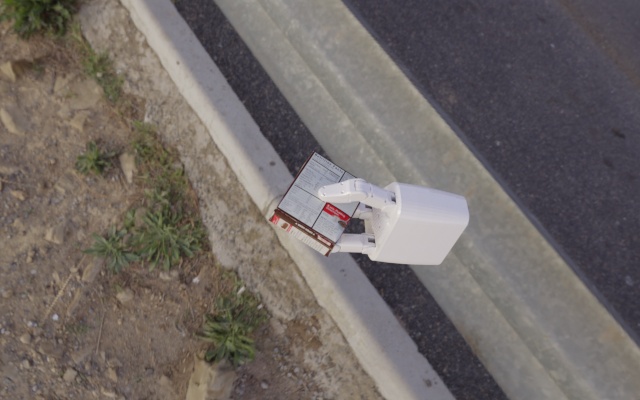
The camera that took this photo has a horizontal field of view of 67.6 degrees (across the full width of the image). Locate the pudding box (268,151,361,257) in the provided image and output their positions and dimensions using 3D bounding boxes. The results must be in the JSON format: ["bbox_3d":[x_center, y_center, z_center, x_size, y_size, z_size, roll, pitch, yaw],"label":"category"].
[{"bbox_3d":[0.000,0.002,0.616,0.090,0.113,0.039,32,-37,0],"label":"pudding box"}]
